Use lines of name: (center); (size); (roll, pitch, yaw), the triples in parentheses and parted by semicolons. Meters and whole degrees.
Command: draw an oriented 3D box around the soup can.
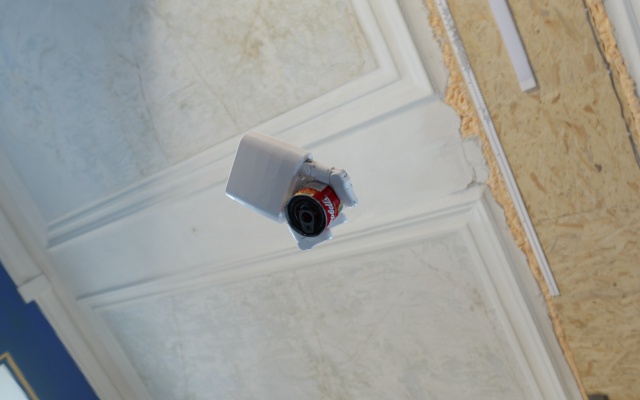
soup can: (0.001, 0.002, 0.718); (0.068, 0.068, 0.102); (0, 24, 29)
